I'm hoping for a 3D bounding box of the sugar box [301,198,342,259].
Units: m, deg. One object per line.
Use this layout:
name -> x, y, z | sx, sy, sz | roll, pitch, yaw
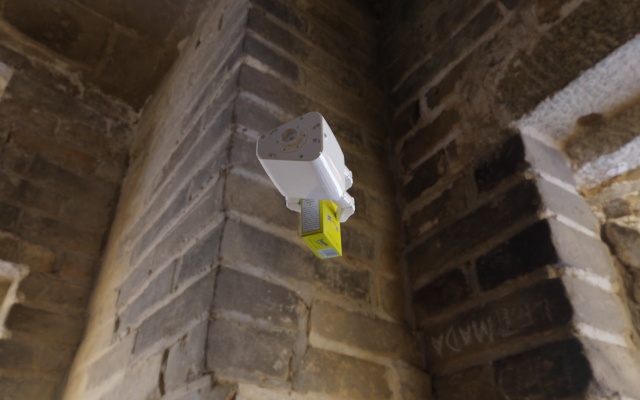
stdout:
sugar box -> 0.001, 0.003, 0.827 | 0.048, 0.176, 0.093 | -11, -33, 17
